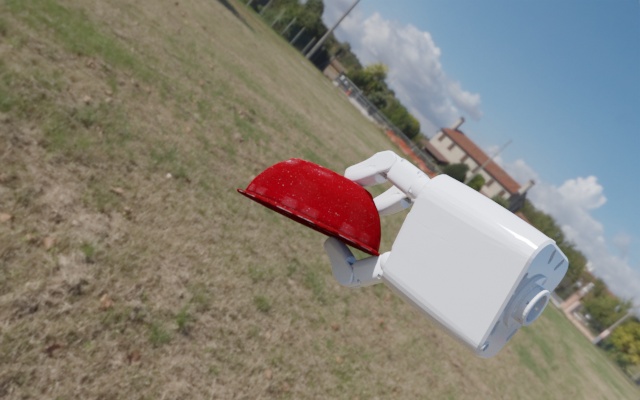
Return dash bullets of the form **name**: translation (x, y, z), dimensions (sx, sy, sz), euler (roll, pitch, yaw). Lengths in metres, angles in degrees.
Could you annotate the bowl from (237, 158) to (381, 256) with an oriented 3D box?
- **bowl**: translation (-0.001, 0.001, 0.485), dimensions (0.162, 0.055, 0.162), euler (24, -5, 2)
